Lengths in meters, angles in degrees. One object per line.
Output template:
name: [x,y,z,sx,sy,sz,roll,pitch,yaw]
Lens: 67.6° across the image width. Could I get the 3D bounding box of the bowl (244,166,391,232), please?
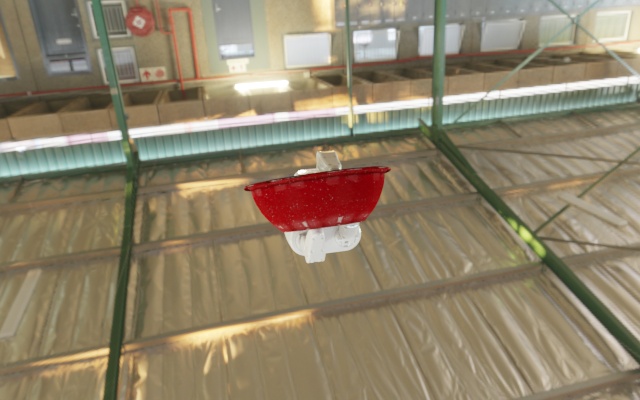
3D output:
bowl: [0.000,0.002,0.523,0.162,0.055,0.162,-8,-2,0]
